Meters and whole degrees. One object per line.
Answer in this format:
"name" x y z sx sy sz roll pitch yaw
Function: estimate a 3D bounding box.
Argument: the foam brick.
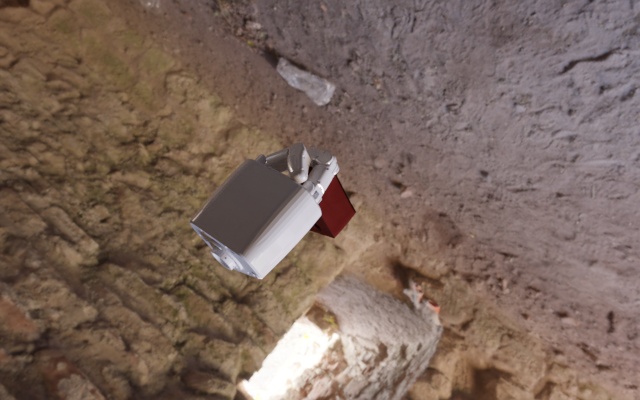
"foam brick" 0.000 0.002 0.619 0.053 0.051 0.078 14 -35 43
